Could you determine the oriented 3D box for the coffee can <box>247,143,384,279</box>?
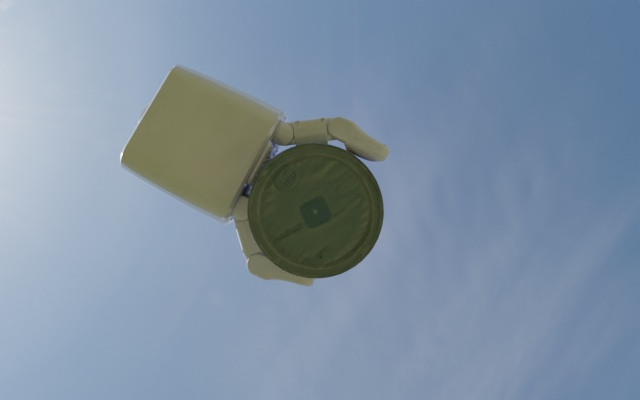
[{"bbox_3d":[0.000,0.001,0.425,0.103,0.103,0.140,0,6,3],"label":"coffee can"}]
